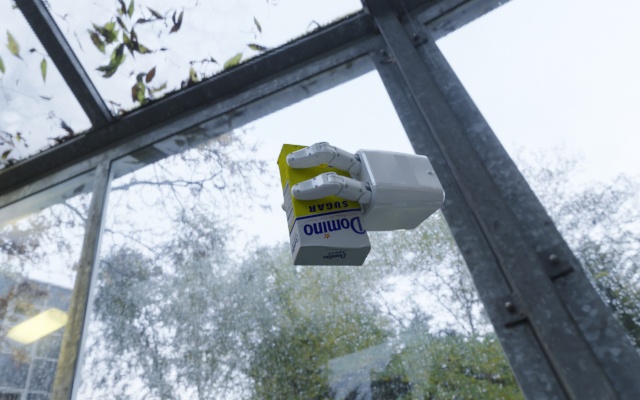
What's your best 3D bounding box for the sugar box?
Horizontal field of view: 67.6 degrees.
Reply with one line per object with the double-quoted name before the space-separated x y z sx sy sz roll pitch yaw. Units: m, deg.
"sugar box" 0.000 0.002 0.626 0.093 0.176 0.048 2 -44 -19
